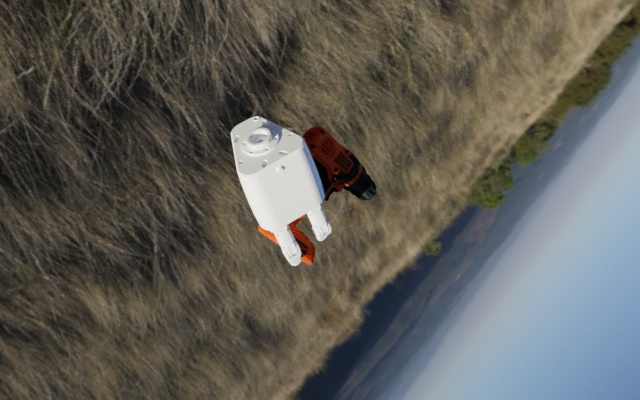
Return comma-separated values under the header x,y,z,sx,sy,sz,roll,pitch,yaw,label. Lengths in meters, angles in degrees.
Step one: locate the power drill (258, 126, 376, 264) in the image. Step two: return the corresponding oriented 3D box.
x,y,z,sx,sy,sz,roll,pitch,yaw,label
0.000,0.003,0.759,0.057,0.187,0.184,19,-15,47,power drill
